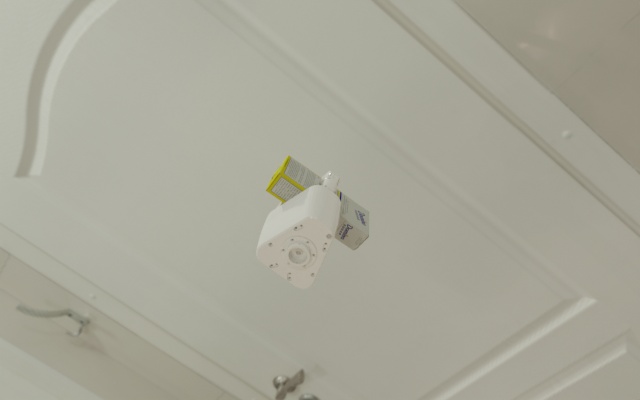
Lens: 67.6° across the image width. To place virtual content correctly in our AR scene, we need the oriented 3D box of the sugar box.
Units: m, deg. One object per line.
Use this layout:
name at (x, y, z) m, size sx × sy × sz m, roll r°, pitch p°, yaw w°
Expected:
sugar box at (0.000, 0.003, 0.789) m, size 0.176 × 0.048 × 0.093 m, roll 38°, pitch 23°, yaw -11°
